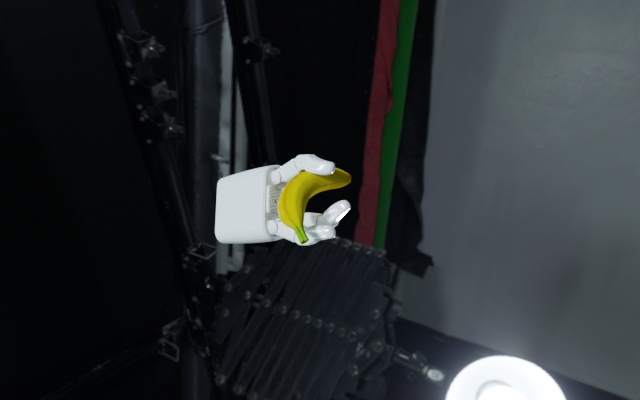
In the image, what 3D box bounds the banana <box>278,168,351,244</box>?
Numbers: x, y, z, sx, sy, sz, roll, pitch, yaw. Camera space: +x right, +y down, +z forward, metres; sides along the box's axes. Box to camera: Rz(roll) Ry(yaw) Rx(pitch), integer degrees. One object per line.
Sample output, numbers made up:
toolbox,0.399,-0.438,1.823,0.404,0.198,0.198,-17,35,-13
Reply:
banana,-0.013,-0.011,0.683,0.037,0.069,0.197,-32,11,35
